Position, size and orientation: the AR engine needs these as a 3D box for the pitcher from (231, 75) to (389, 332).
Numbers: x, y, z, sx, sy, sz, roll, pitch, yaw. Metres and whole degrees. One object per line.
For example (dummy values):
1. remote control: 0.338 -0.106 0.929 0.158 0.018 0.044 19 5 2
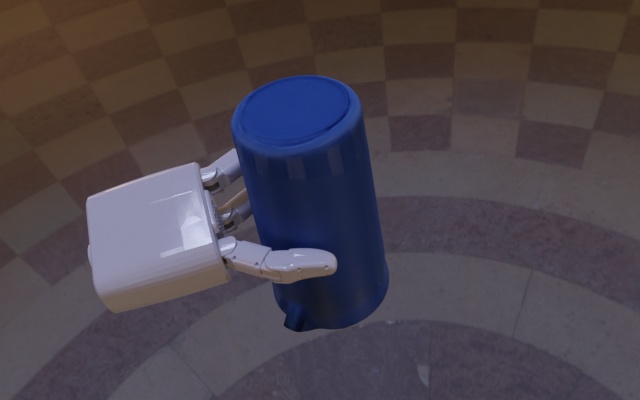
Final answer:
1. pitcher: 0.000 0.002 0.470 0.145 0.243 0.149 -16 45 -5
